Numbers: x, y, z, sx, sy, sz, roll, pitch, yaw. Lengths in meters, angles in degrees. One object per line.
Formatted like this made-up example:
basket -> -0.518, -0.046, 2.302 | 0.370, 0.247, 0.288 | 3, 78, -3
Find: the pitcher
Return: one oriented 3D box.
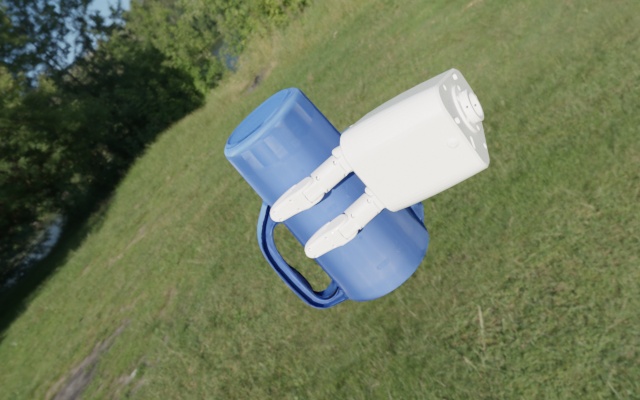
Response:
pitcher -> 0.000, 0.002, 0.552 | 0.145, 0.243, 0.149 | -25, 28, 36
